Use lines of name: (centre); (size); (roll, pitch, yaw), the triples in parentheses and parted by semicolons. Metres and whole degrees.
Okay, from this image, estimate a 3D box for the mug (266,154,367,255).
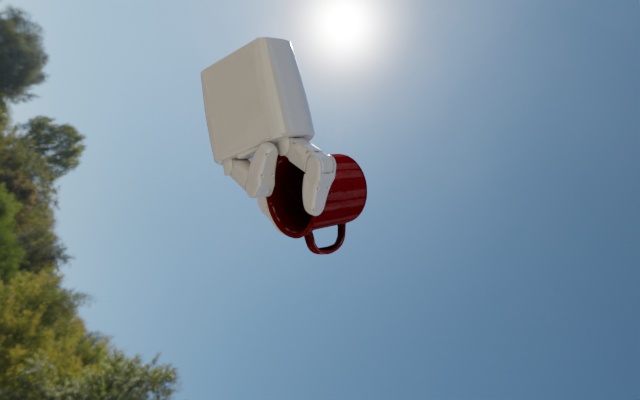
mug: (0.001, 0.003, 0.534); (0.081, 0.117, 0.093); (-9, -5, -39)
